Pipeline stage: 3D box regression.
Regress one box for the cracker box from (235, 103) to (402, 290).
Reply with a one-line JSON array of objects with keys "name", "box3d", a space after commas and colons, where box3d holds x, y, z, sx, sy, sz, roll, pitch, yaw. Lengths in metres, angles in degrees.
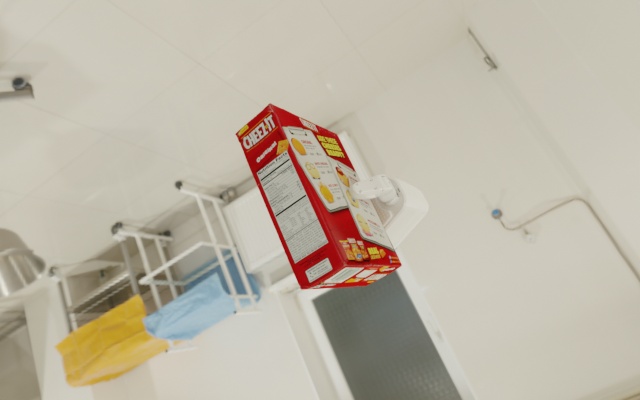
[{"name": "cracker box", "box3d": [0.000, 0.002, 0.596, 0.072, 0.213, 0.164, -34, -22, 23]}]
